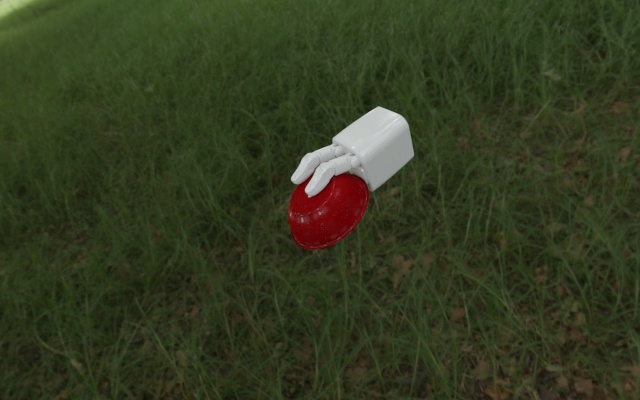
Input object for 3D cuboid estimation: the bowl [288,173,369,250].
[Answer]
[{"bbox_3d":[-0.001,0.003,0.811,0.162,0.162,0.055,0,-36,43],"label":"bowl"}]
